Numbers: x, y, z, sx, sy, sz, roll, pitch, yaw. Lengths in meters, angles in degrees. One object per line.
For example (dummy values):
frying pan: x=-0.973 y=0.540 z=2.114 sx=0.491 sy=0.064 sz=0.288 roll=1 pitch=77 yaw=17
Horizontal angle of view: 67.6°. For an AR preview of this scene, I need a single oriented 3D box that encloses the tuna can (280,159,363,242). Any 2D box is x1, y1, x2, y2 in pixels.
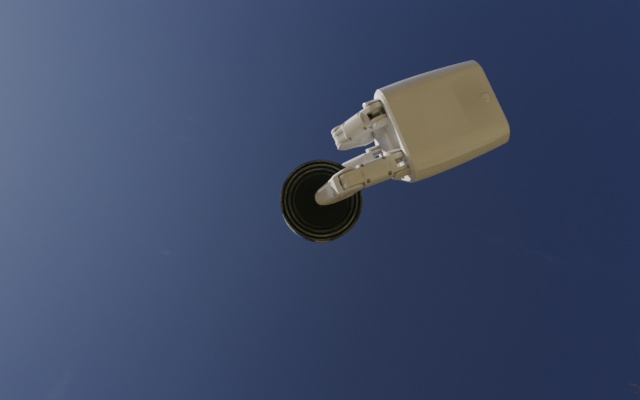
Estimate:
tuna can: x=0.000 y=0.002 z=0.509 sx=0.086 sy=0.086 sz=0.034 roll=0 pitch=-9 yaw=-4
